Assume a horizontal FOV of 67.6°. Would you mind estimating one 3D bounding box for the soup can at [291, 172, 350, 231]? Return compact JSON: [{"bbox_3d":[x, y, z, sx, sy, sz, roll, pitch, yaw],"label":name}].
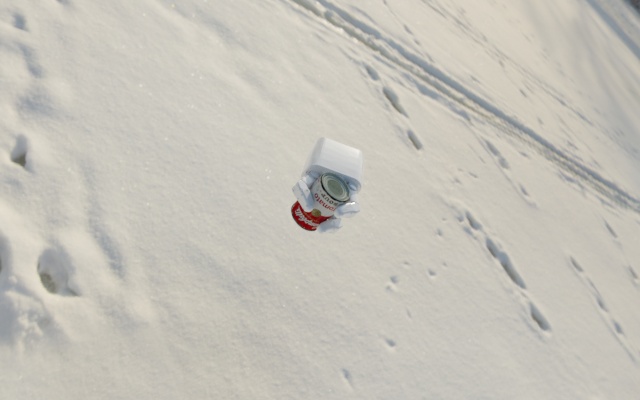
[{"bbox_3d":[0.000,0.003,0.893,0.068,0.068,0.102,0,-34,-44],"label":"soup can"}]
